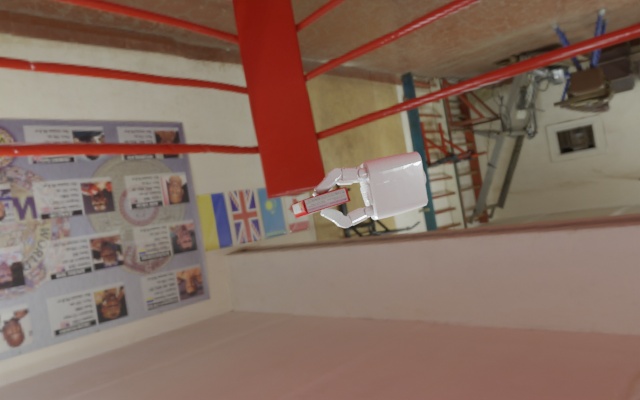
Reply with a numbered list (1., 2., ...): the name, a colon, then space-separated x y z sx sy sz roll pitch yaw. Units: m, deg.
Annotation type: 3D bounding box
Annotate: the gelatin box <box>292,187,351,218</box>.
1. gelatin box: 0.000 0.003 0.876 0.089 0.030 0.073 -18 0 -20
